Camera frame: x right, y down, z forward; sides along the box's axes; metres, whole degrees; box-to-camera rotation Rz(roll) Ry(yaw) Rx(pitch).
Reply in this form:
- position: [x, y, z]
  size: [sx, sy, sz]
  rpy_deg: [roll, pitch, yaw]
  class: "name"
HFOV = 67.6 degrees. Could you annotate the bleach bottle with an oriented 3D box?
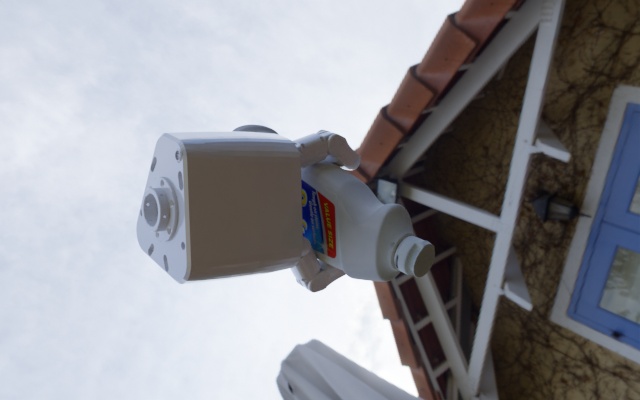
- position: [0.000, 0.002, 0.460]
  size: [0.068, 0.102, 0.250]
  rpy_deg: [-6, 22, -43]
  class: "bleach bottle"
